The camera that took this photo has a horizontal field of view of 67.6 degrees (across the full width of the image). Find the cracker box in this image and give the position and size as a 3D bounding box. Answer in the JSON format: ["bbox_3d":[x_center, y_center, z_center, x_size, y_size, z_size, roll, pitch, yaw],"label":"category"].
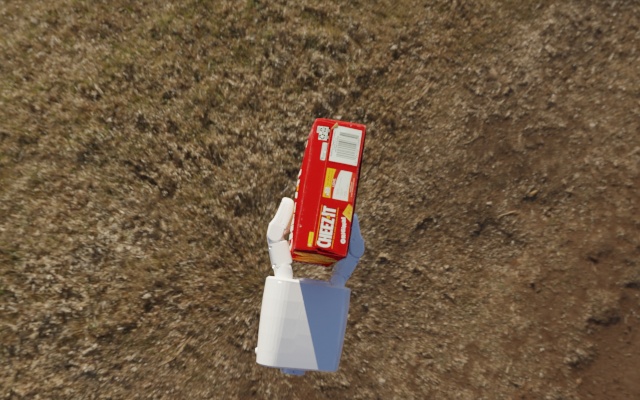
[{"bbox_3d":[0.000,0.002,0.656,0.072,0.164,0.214,10,-11,-5],"label":"cracker box"}]
